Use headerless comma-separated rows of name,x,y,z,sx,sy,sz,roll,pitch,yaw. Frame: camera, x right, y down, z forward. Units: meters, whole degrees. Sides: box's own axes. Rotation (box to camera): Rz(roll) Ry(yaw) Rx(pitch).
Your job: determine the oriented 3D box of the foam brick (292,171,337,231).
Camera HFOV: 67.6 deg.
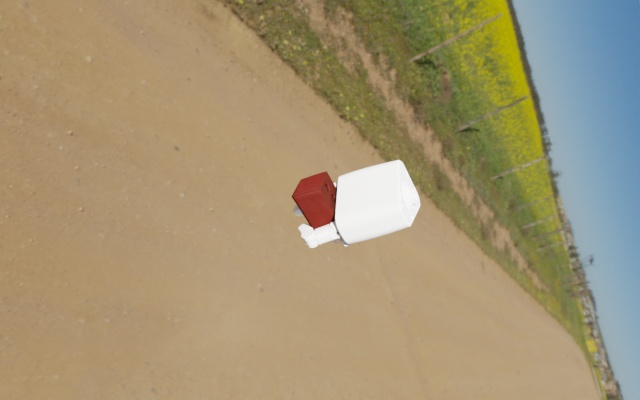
foam brick,0.000,0.002,0.762,0.051,0.078,0.053,-17,30,27
